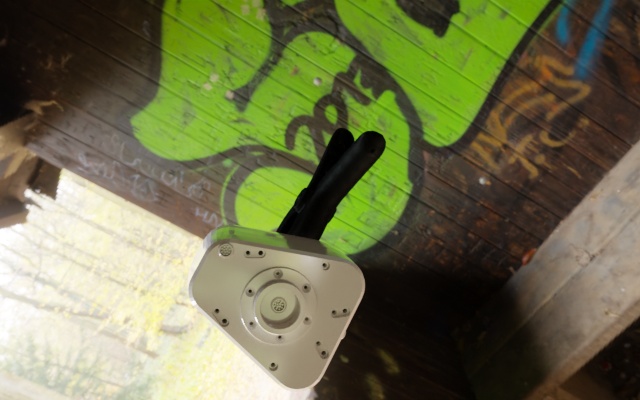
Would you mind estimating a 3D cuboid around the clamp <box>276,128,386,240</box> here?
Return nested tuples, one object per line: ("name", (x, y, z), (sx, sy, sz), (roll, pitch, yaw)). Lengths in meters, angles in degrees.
("clamp", (-0.001, 0.001, 0.444), (0.039, 0.171, 0.120), (29, -6, -9))
